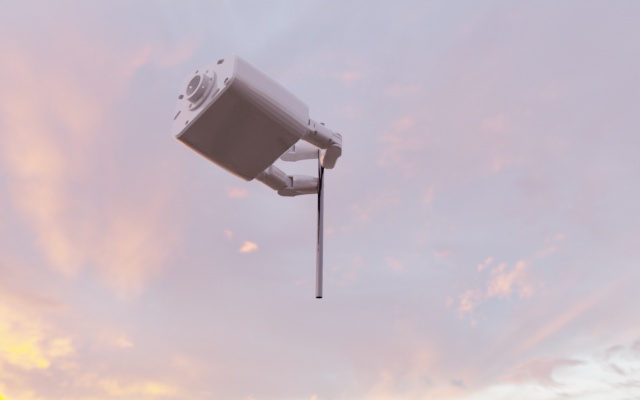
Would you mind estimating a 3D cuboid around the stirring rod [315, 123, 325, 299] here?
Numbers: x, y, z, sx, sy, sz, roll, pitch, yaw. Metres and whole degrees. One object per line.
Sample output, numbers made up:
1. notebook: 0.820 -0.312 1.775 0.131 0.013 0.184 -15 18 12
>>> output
1. stirring rod: 0.000 0.002 0.580 0.011 0.239 0.011 1 -30 0
